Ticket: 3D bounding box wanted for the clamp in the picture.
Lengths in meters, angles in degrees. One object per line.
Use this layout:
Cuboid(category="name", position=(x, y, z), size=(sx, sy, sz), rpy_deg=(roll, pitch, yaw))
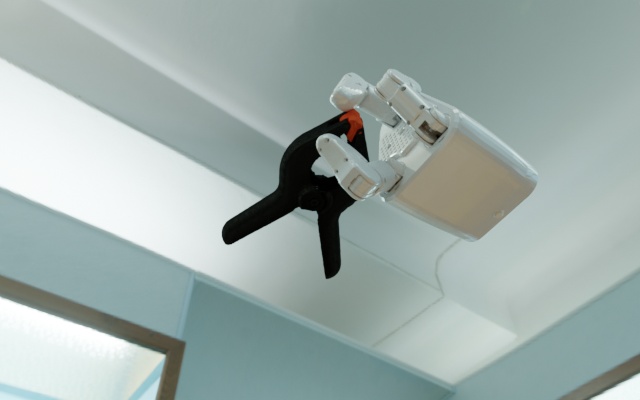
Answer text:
Cuboid(category="clamp", position=(0.000, 0.001, 0.432), size=(0.120, 0.171, 0.039), rpy_deg=(26, 31, -24))
